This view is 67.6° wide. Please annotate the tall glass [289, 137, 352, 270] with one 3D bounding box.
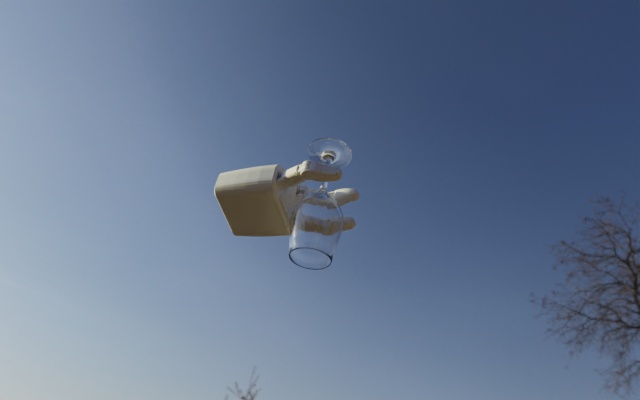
[{"bbox_3d":[0.000,0.002,0.724,0.079,0.201,0.079,7,-36,5],"label":"tall glass"}]
